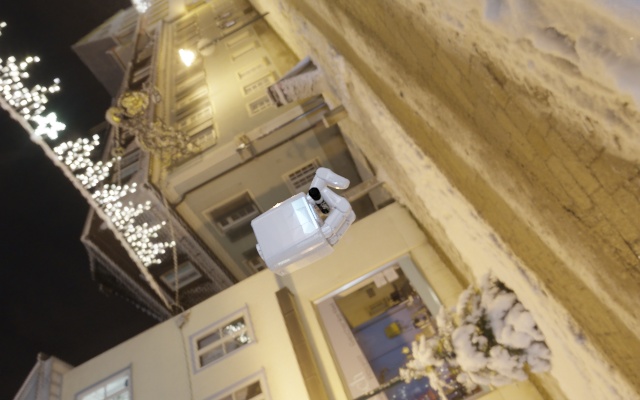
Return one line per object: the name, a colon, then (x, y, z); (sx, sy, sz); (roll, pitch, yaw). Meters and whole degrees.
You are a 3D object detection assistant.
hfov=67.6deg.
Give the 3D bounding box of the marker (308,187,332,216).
marker: (0.000, 0.003, 0.817); (0.020, 0.020, 0.121); (0, -16, 12)
